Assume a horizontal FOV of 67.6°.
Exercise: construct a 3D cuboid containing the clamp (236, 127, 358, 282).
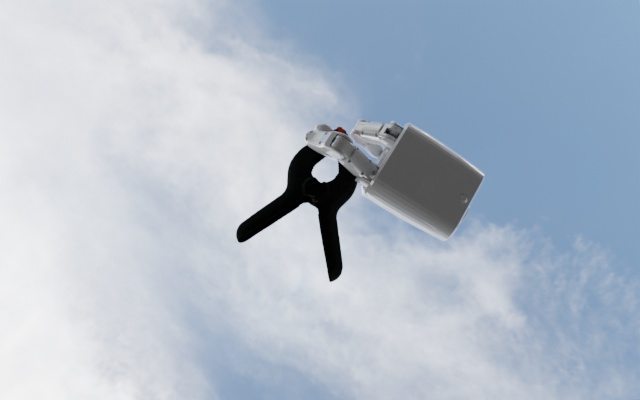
[{"bbox_3d":[0.000,0.002,0.529,0.120,0.171,0.039,33,-13,1],"label":"clamp"}]
